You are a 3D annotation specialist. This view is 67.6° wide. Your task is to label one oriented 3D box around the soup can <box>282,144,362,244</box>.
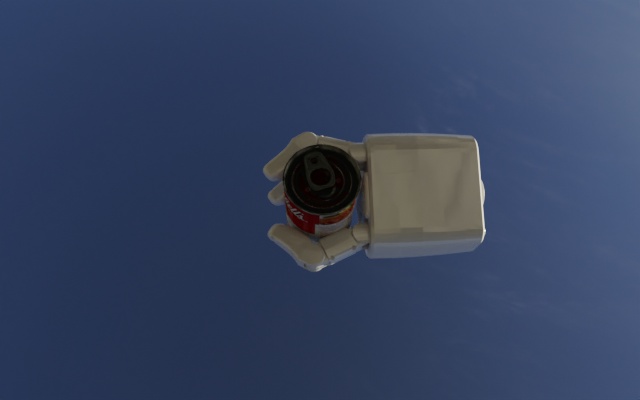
[{"bbox_3d":[0.000,0.002,0.453,0.068,0.068,0.102,0,-24,-2],"label":"soup can"}]
